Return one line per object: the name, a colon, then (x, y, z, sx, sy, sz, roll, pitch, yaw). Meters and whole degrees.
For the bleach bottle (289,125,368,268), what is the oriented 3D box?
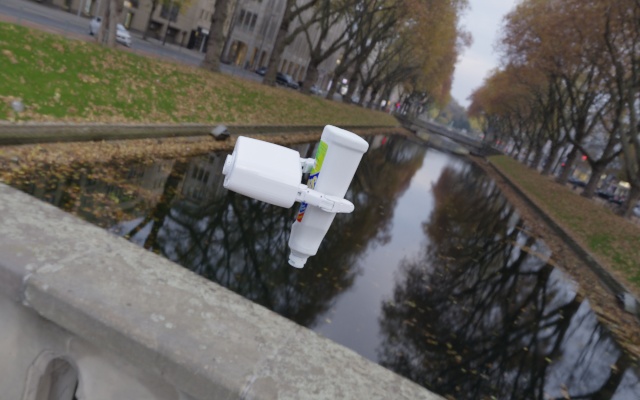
bleach bottle: (0.000, 0.003, 0.819, 0.068, 0.251, 0.102, 17, 14, -15)
